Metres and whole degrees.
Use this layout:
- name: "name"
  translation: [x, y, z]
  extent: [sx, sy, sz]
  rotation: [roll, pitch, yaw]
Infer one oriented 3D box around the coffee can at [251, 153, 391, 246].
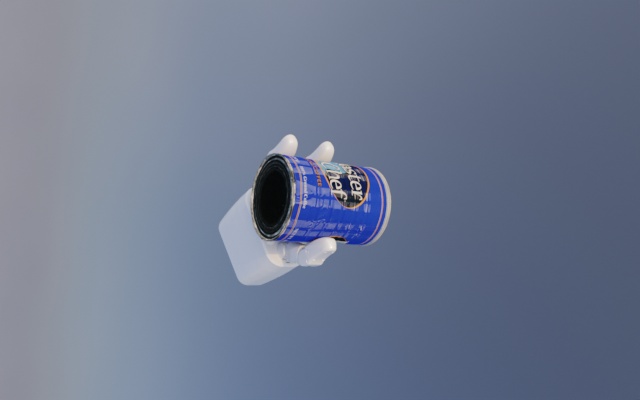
- name: "coffee can"
  translation: [0.000, 0.002, 0.583]
  extent: [0.140, 0.103, 0.103]
  rotation: [6, -3, -34]
